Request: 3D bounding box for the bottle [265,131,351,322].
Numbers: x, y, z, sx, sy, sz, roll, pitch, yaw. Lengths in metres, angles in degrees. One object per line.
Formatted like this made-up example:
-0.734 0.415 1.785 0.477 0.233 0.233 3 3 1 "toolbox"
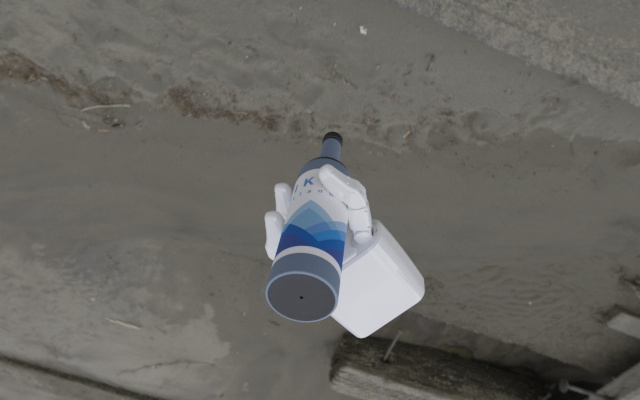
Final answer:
0.000 0.002 0.546 0.069 0.069 0.295 0 36 8 "bottle"
